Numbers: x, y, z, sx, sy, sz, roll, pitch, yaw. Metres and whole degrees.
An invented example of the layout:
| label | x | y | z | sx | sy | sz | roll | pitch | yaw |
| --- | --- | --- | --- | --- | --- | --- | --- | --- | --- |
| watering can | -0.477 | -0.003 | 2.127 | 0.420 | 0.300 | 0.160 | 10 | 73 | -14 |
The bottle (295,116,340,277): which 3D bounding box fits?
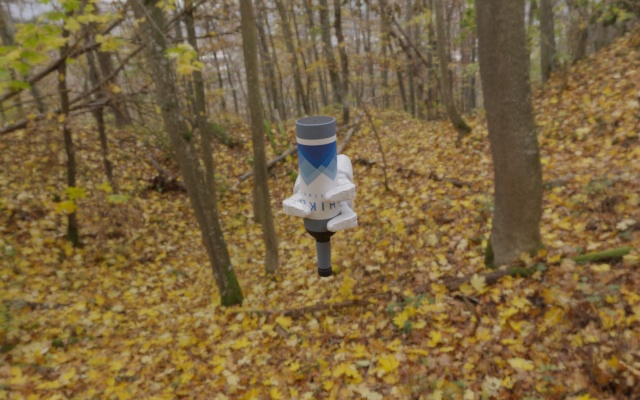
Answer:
| label | x | y | z | sx | sy | sz | roll | pitch | yaw |
| --- | --- | --- | --- | --- | --- | --- | --- | --- | --- |
| bottle | 0.000 | 0.003 | 0.847 | 0.069 | 0.296 | 0.069 | -3 | 23 | 1 |
